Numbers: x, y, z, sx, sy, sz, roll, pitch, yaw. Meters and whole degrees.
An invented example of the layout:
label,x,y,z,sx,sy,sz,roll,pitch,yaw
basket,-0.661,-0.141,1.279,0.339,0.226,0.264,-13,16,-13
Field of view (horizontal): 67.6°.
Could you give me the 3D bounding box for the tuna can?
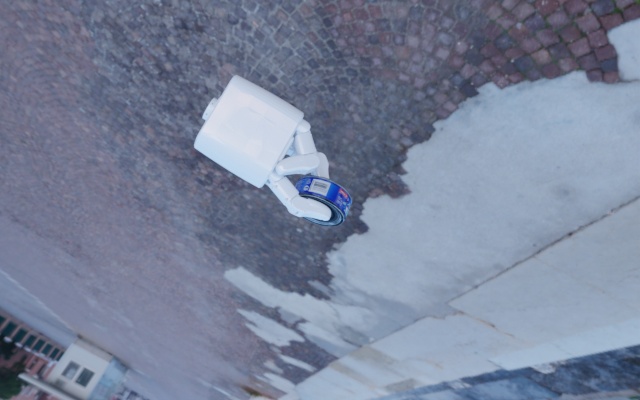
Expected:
label,x,y,z,sx,sy,sz,roll,pitch,yaw
tuna can,0.000,0.003,0.689,0.086,0.033,0.086,17,-28,9
